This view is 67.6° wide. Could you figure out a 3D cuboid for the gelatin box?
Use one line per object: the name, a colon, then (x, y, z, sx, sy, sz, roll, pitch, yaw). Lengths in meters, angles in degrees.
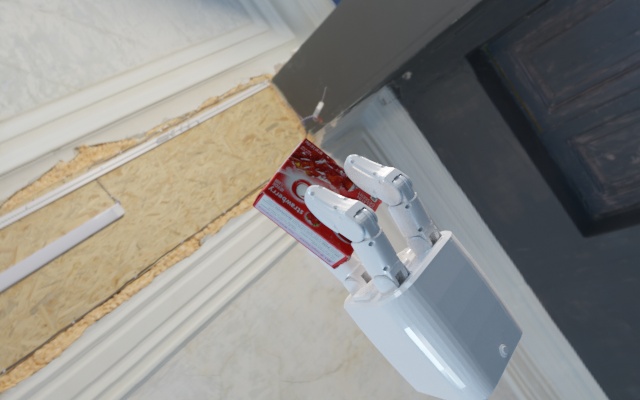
gelatin box: (0.000, 0.001, 0.401, 0.089, 0.073, 0.030, 38, -38, -5)
